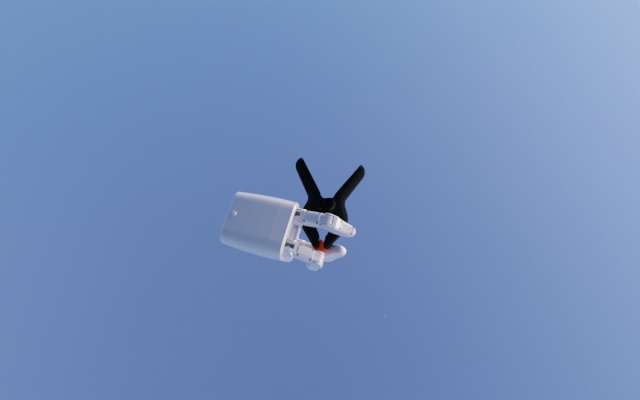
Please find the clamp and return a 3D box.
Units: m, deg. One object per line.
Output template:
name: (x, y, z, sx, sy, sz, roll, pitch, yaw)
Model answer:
clamp: (0.000, 0.003, 0.807, 0.120, 0.171, 0.039, 13, -24, 9)
